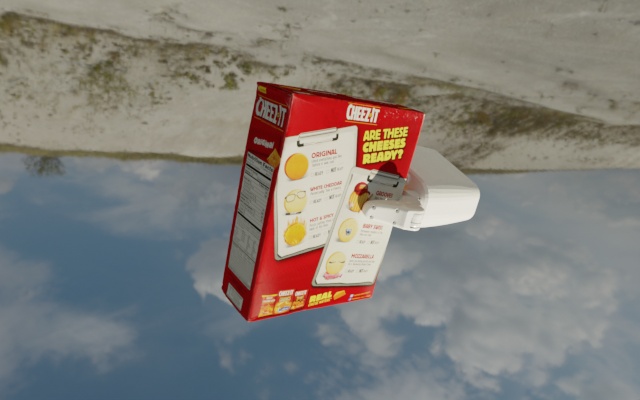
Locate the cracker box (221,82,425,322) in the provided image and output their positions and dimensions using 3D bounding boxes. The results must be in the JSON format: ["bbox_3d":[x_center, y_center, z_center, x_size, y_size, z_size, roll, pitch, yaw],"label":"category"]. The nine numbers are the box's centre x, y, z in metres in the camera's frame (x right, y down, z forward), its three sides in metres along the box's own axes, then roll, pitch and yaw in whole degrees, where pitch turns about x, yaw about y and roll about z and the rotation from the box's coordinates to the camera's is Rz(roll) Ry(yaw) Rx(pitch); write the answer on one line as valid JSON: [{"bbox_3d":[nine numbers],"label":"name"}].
[{"bbox_3d":[0.000,0.002,0.478,0.164,0.214,0.072,-1,22,-39],"label":"cracker box"}]
